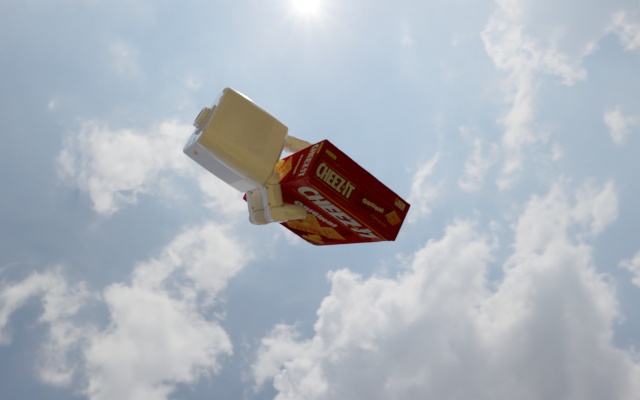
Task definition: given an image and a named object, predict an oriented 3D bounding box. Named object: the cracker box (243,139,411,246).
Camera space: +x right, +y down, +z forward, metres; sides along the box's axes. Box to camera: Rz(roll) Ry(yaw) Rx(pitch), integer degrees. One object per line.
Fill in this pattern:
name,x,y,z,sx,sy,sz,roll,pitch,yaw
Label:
cracker box,0.000,0.002,0.722,0.164,0.072,0.214,35,-23,-23
